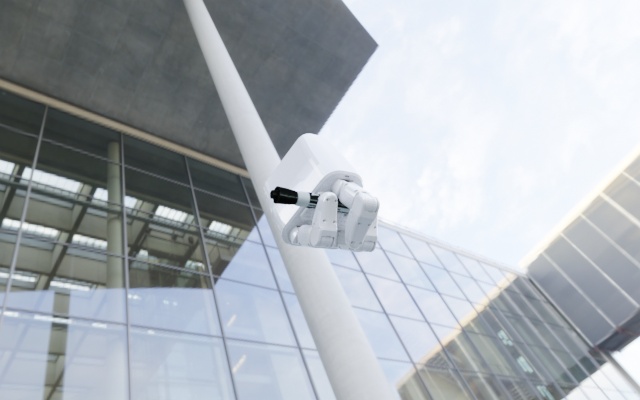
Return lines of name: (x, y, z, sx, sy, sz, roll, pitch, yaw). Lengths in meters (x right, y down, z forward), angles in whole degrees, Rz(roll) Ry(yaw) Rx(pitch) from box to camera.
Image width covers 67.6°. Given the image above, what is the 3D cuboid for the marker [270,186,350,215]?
marker: (0.000, 0.002, 0.532, 0.121, 0.020, 0.020, 9, -5, -29)
